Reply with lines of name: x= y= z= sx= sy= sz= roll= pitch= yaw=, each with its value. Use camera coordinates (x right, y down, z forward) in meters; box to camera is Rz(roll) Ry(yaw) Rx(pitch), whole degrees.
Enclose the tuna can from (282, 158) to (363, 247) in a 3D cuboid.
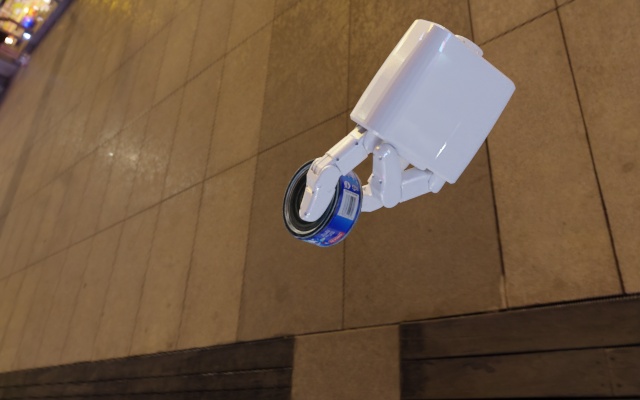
tuna can: x=0.000 y=0.001 z=0.480 sx=0.034 sy=0.086 sz=0.086 roll=21 pitch=-14 yaw=-40
